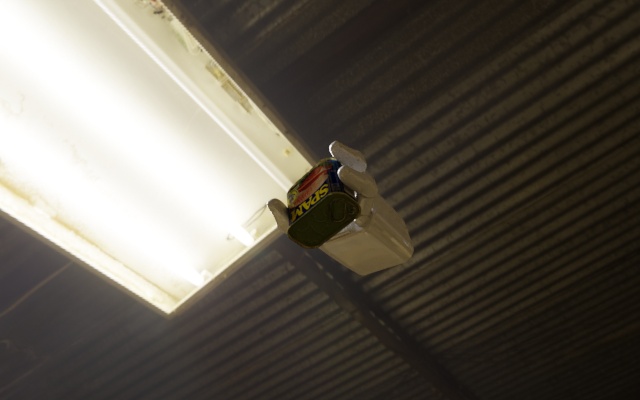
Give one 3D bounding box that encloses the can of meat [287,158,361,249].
[{"bbox_3d":[0.000,0.002,0.651,0.102,0.083,0.057,-39,-56,23],"label":"can of meat"}]
